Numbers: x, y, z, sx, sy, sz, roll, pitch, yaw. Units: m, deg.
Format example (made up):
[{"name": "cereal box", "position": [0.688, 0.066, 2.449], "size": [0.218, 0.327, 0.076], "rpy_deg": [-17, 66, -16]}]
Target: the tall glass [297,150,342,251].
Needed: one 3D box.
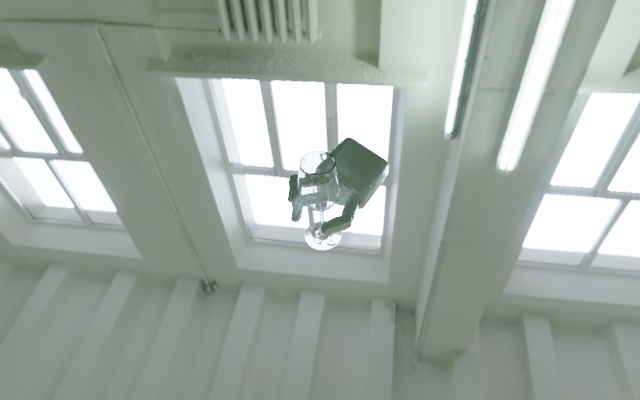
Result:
[{"name": "tall glass", "position": [0.000, 0.003, 0.872], "size": [0.079, 0.079, 0.201], "rpy_deg": [0, -42, 4]}]
